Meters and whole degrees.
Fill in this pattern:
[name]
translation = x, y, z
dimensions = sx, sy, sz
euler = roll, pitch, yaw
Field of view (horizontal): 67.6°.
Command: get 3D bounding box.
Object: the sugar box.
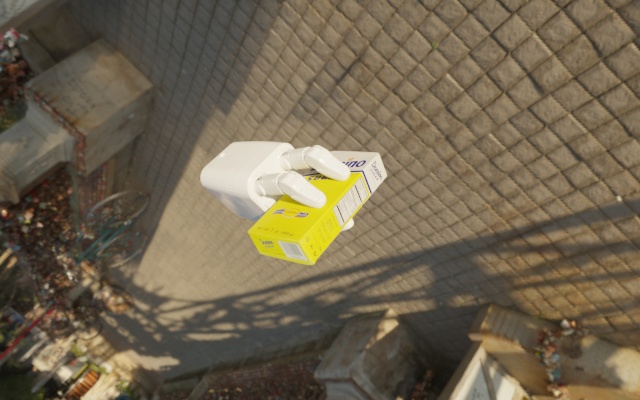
[sugar box]
translation = 0.000, 0.002, 0.606
dimensions = 0.093, 0.048, 0.176
euler = 7, 45, 41
